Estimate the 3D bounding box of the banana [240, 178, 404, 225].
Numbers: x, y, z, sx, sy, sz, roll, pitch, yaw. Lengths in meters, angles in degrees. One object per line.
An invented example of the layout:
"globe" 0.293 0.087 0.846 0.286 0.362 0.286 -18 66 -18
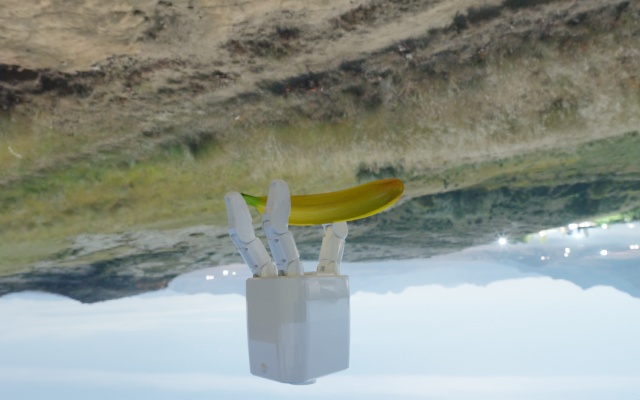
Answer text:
"banana" 0.006 0.005 0.527 0.198 0.037 0.069 -6 -12 28
